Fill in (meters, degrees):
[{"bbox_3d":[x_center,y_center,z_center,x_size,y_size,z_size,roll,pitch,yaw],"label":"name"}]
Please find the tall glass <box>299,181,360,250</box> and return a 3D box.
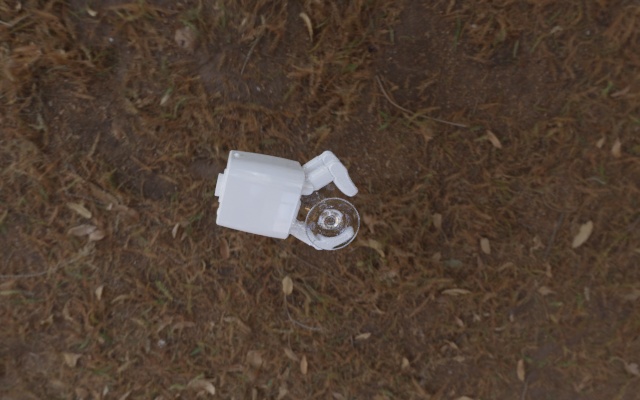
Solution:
[{"bbox_3d":[0.000,0.003,0.729,0.079,0.079,0.201,0,17,-9],"label":"tall glass"}]
